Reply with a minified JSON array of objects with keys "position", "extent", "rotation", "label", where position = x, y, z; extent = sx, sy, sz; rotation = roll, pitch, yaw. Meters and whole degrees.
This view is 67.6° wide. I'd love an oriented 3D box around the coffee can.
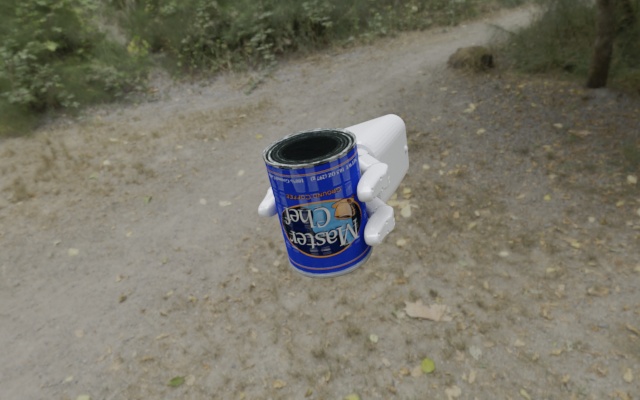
[{"position":[0.000,0.002,0.541],"extent":[0.103,0.140,0.102],"rotation":[-9,28,5],"label":"coffee can"}]
